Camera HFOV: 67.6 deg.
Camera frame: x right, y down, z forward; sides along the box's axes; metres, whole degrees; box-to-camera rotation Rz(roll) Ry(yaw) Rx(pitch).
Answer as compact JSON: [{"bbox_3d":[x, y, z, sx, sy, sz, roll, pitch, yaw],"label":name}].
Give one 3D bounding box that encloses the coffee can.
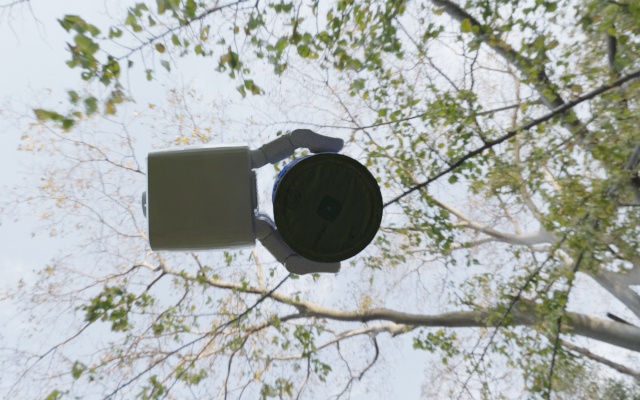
[{"bbox_3d":[0.000,0.002,0.505,0.103,0.103,0.140,0,5,-6],"label":"coffee can"}]
